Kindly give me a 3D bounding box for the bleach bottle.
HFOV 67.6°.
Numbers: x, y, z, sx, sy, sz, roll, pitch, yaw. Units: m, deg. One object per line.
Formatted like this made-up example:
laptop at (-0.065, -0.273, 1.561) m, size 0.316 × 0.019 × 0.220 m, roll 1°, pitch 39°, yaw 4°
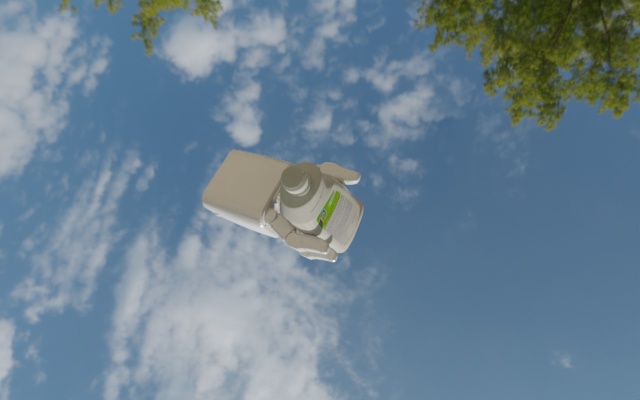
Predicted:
bleach bottle at (0.000, 0.002, 0.675) m, size 0.068 × 0.102 × 0.251 m, roll 17°, pitch -13°, yaw 19°
